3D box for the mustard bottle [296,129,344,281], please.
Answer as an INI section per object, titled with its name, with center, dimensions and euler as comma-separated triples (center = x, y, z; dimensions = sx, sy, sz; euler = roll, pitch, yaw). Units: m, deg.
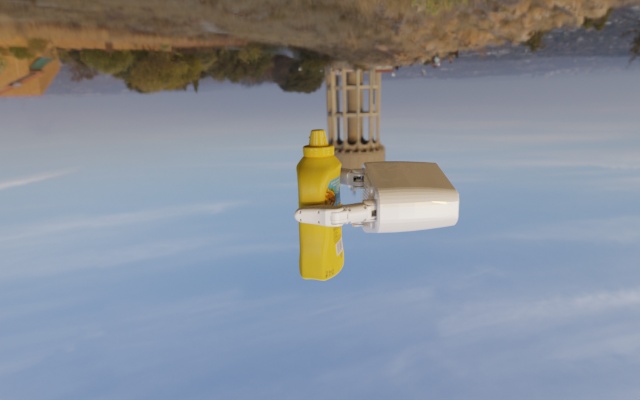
[mustard bottle]
center = 0.000, 0.002, 0.637
dimensions = 0.058, 0.192, 0.096
euler = 3, 15, 17
